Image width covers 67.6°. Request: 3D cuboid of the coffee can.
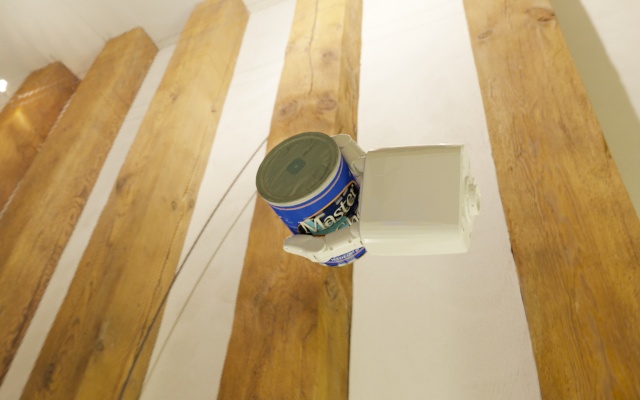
[{"bbox_3d":[0.000,0.002,0.576,0.103,0.102,0.140,0,-36,29],"label":"coffee can"}]
